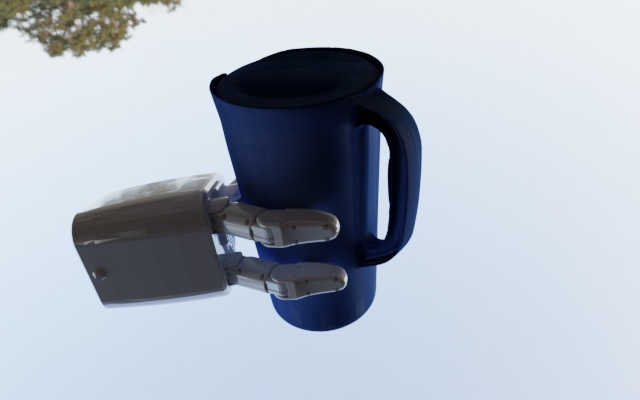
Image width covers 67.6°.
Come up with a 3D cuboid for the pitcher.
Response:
[{"bbox_3d":[0.000,0.001,0.418,0.145,0.243,0.149,-8,33,-1],"label":"pitcher"}]
